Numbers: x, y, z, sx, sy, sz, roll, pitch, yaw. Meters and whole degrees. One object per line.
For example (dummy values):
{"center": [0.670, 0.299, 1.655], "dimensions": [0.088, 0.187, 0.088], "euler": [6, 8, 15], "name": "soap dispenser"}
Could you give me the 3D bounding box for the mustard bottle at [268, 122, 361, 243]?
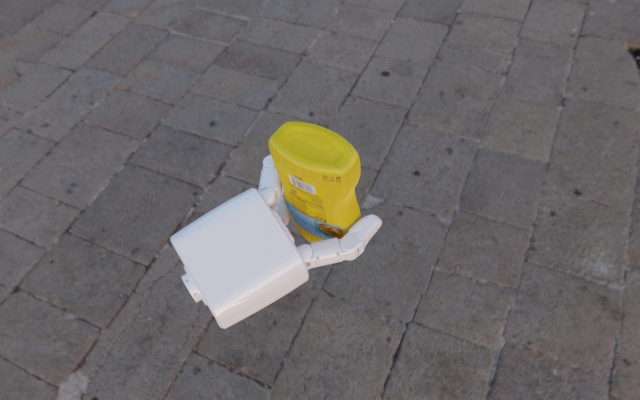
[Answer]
{"center": [0.000, 0.001, 0.545], "dimensions": [0.096, 0.058, 0.192], "euler": [25, -30, 22], "name": "mustard bottle"}
